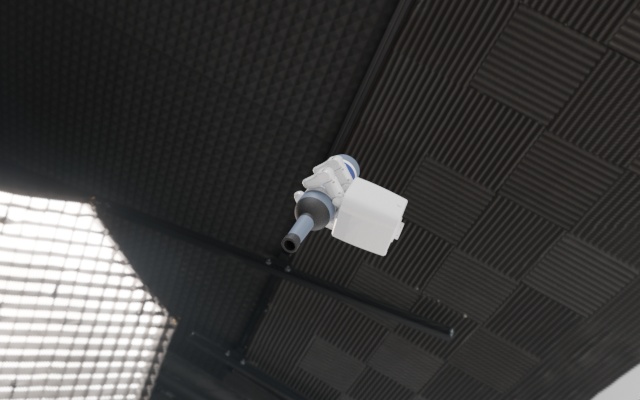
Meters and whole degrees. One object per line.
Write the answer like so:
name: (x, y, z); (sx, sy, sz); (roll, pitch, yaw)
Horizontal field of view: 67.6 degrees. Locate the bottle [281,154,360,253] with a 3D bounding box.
bottle: (0.000, 0.003, 0.862); (0.069, 0.069, 0.295); (0, 27, 22)
